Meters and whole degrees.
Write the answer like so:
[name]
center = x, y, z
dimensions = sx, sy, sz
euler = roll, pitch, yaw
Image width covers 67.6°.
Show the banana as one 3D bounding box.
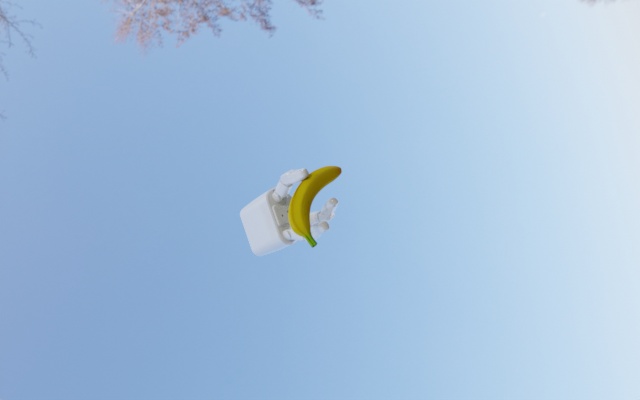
[banana]
center = -0.015, -0.005, 0.860
dimensions = 0.070, 0.197, 0.037
euler = 37, -42, -18
